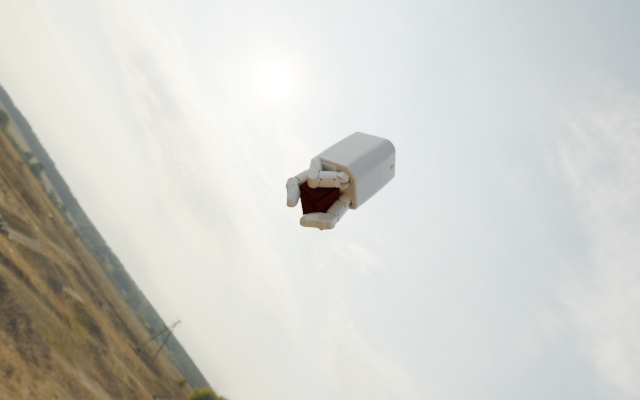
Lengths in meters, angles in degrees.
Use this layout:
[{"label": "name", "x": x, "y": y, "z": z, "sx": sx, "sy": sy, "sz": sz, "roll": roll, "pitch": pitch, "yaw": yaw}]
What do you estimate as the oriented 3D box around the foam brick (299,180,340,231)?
[{"label": "foam brick", "x": 0.000, "y": 0.003, "z": 0.831, "sx": 0.051, "sy": 0.078, "sz": 0.053, "roll": -36, "pitch": 53, "yaw": -25}]
